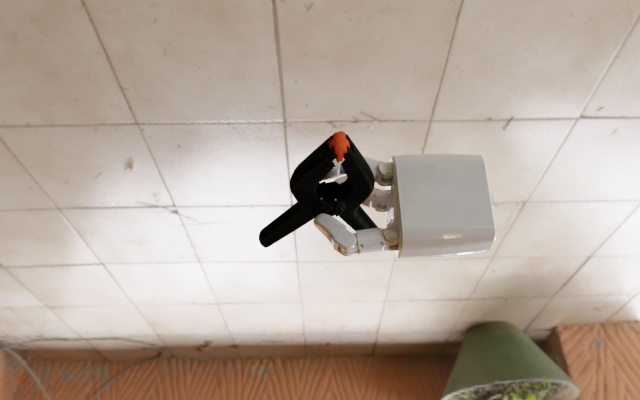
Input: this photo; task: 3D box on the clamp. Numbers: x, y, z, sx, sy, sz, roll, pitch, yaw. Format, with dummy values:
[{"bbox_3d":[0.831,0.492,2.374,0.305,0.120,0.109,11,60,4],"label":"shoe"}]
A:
[{"bbox_3d":[0.000,0.002,0.559,0.164,0.036,0.210,-4,-35,-1],"label":"clamp"}]
